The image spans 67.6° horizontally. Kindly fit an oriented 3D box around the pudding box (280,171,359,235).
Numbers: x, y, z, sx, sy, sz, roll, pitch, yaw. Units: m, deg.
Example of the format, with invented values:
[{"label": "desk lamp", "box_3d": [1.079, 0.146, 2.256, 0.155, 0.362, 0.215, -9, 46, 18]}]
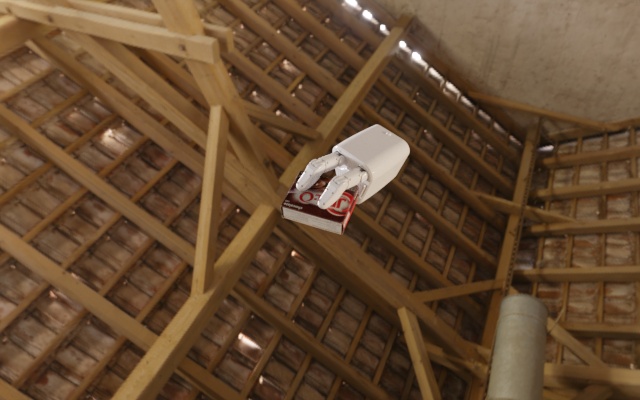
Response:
[{"label": "pudding box", "box_3d": [0.000, 0.003, 0.819, 0.113, 0.090, 0.039, 14, -41, 14]}]
